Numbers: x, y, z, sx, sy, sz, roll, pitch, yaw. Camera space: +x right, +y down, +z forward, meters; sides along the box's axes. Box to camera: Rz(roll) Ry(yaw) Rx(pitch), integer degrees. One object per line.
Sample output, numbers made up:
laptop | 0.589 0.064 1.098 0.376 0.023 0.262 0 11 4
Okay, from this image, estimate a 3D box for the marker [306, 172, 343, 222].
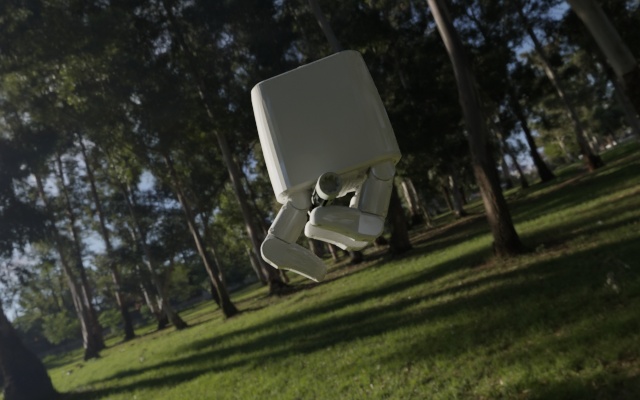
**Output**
marker | 0.000 0.001 0.414 0.020 0.020 0.121 0 -14 -7
